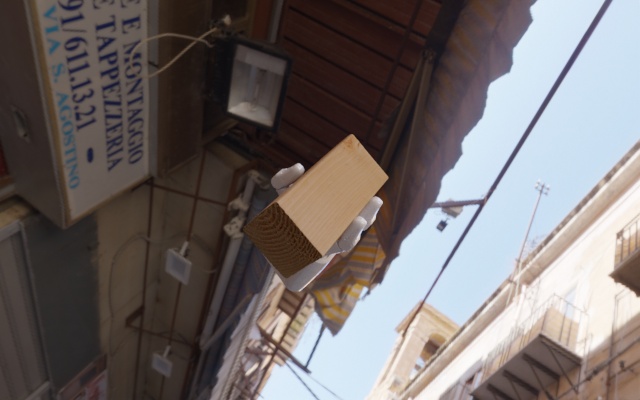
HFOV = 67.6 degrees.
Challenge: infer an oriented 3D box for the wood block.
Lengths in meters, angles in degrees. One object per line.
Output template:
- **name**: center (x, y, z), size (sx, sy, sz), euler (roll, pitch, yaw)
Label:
- **wood block**: center (0.000, 0.002, 0.675), size (0.090, 0.091, 0.206), euler (-37, 6, 44)
